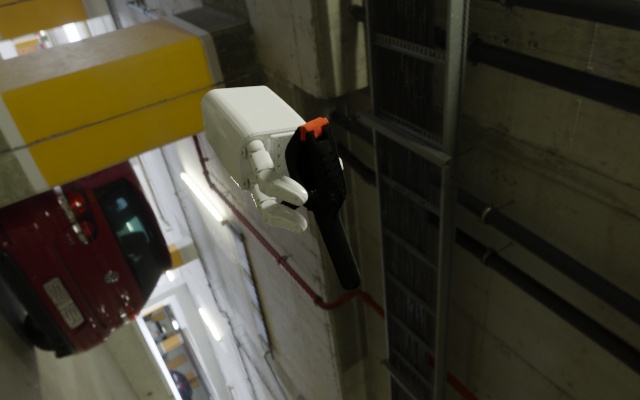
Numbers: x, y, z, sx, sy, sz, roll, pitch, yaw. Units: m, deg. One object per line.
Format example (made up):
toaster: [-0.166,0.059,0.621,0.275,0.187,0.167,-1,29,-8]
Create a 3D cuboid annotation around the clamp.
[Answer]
clamp: [0.001,0.001,0.549,0.036,0.164,0.210,-28,-32,-24]
